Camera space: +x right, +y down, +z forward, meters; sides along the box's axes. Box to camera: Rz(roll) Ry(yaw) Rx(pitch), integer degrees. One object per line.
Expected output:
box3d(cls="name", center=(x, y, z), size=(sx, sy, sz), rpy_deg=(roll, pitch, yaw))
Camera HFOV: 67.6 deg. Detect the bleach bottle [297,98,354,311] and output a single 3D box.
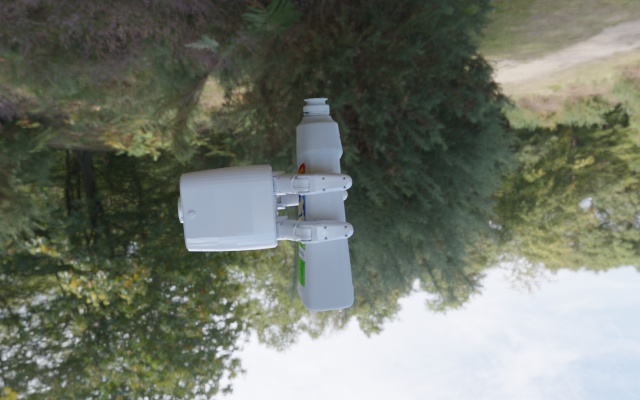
box3d(cls="bleach bottle", center=(0.000, 0.002, 0.595), size=(0.068, 0.251, 0.102), rpy_deg=(-4, 8, -8))
